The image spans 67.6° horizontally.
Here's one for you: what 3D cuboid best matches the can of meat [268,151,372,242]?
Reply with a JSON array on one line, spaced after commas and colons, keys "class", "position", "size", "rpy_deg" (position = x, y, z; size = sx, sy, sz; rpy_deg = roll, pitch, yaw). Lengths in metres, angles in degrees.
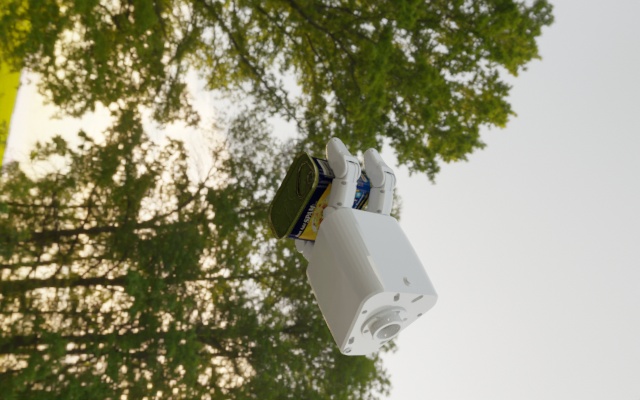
[{"class": "can of meat", "position": [0.000, 0.002, 0.550], "size": [0.084, 0.102, 0.057], "rpy_deg": [12, 32, -33]}]
